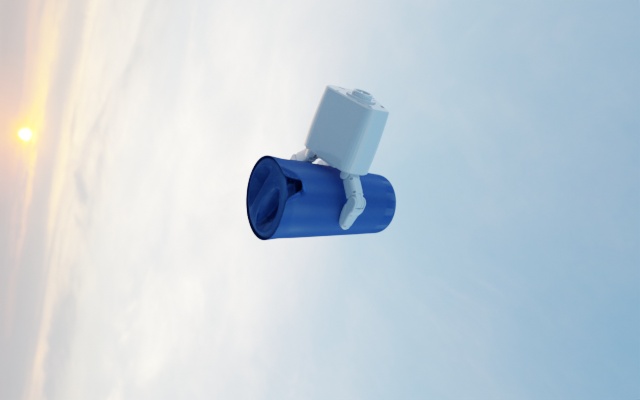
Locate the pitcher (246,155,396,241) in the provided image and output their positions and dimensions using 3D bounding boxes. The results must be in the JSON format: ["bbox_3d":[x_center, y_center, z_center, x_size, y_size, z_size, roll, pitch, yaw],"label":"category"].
[{"bbox_3d":[0.000,0.003,0.813,0.243,0.145,0.149,4,28,-34],"label":"pitcher"}]
